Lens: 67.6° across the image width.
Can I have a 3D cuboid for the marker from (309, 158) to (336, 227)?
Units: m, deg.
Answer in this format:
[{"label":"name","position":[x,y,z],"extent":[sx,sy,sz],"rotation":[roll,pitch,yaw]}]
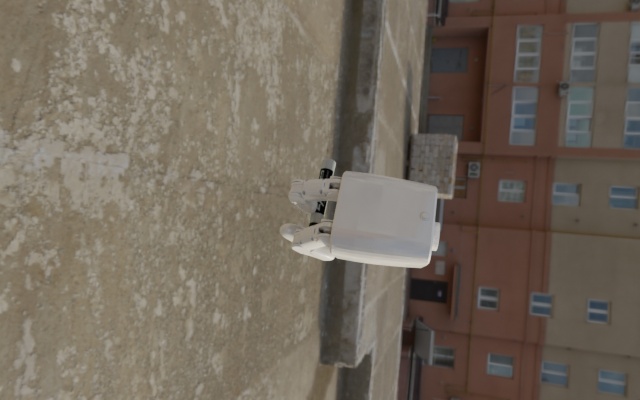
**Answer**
[{"label":"marker","position":[0.000,0.002,0.611],"extent":[0.020,0.121,0.020],"rotation":[10,-25,5]}]
